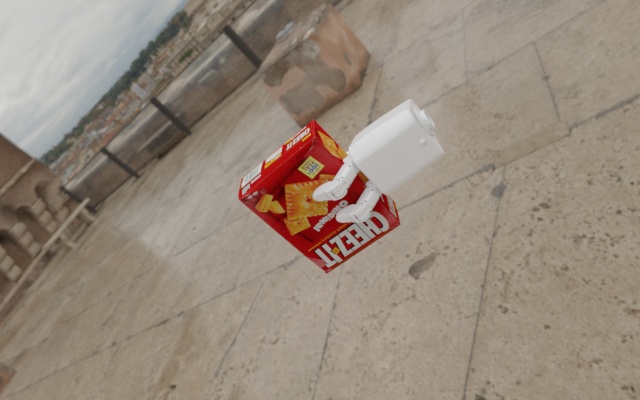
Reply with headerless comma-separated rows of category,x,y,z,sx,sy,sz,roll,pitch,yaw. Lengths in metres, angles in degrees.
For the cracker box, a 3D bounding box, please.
cracker box,0.000,0.002,0.772,0.164,0.214,0.072,-36,27,21
